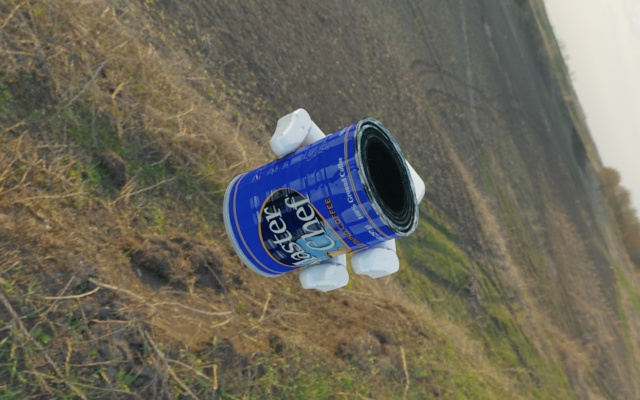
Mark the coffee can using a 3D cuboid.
[{"bbox_3d":[0.000,0.001,0.422,0.140,0.103,0.103,-21,-11,29],"label":"coffee can"}]
